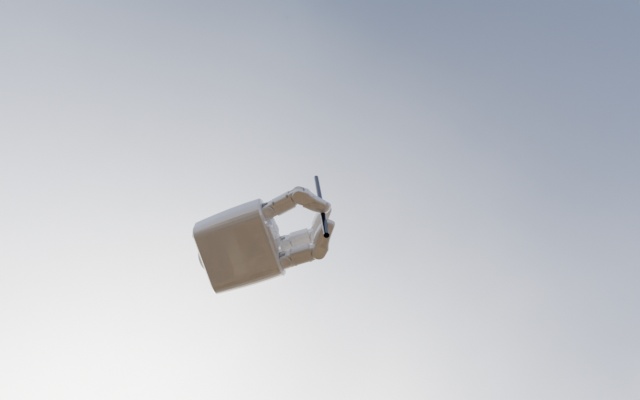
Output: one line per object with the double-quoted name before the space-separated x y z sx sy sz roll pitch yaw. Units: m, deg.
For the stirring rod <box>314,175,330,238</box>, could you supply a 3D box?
"stirring rod" 0.000 0.002 0.734 0.011 0.011 0.239 0 21 -4
